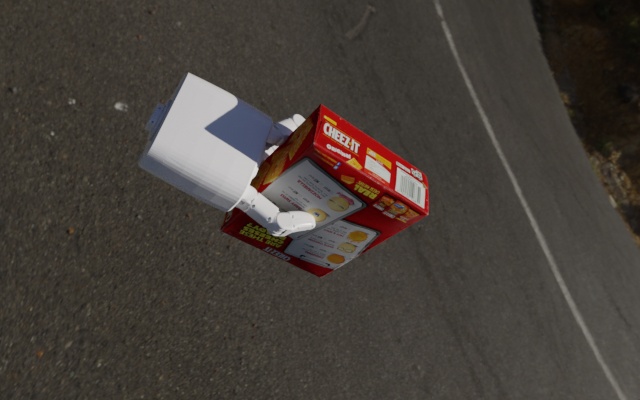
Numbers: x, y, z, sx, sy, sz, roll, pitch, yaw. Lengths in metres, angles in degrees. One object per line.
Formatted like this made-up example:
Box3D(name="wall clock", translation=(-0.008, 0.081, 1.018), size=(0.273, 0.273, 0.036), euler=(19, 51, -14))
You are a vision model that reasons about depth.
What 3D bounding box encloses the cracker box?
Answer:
Box3D(name="cracker box", translation=(0.000, 0.002, 0.593), size=(0.164, 0.072, 0.214), euler=(29, -42, -23))
